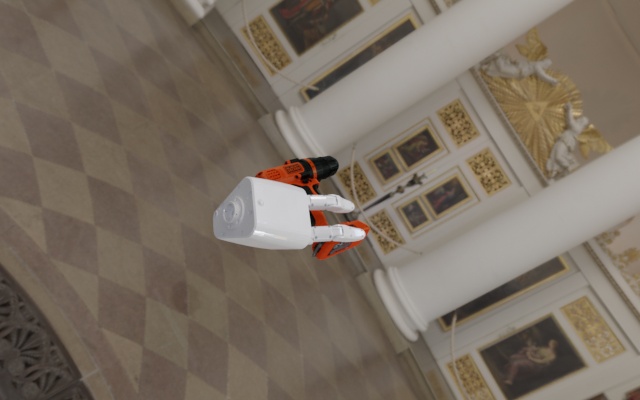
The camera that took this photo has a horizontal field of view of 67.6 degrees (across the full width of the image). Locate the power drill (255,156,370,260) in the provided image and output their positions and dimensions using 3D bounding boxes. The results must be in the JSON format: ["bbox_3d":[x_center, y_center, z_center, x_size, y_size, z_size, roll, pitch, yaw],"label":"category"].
[{"bbox_3d":[0.000,0.003,0.836,0.184,0.187,0.057,-19,-29,-38],"label":"power drill"}]
